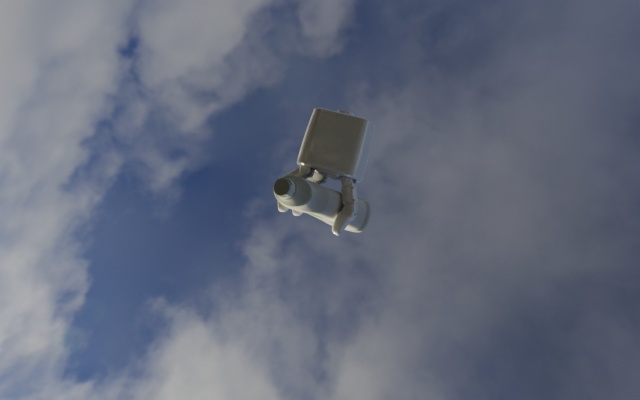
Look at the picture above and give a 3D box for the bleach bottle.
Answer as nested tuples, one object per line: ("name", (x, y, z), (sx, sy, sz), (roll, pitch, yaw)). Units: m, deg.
("bleach bottle", (0.000, 0.003, 0.836), (0.102, 0.068, 0.251), (14, -4, 27))
